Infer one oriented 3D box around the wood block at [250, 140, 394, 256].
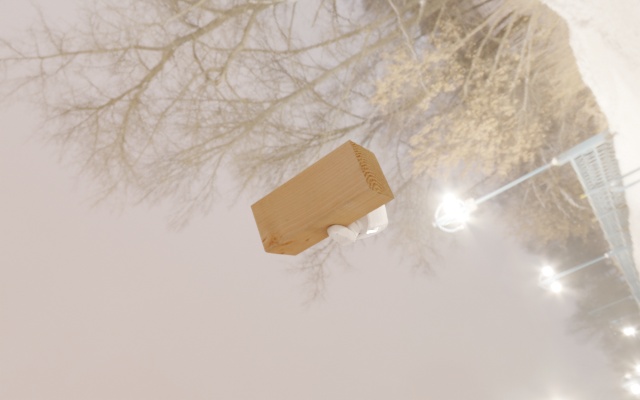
[{"bbox_3d":[0.000,0.003,0.772,0.206,0.090,0.090,-32,-25,24],"label":"wood block"}]
